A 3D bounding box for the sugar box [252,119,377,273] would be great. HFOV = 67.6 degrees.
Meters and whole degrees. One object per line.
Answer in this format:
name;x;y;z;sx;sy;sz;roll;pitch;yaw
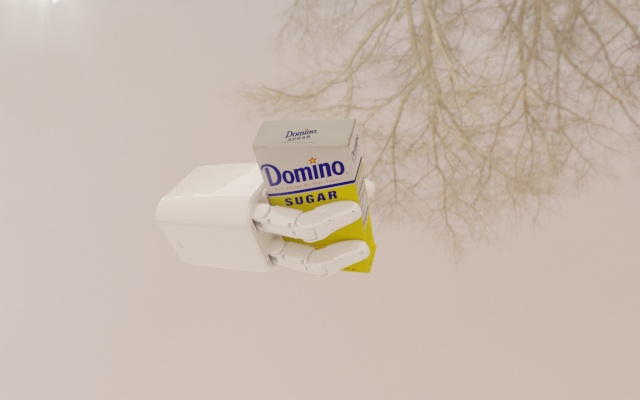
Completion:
sugar box;0.000;0.002;0.482;0.093;0.048;0.176;1;-43;17
